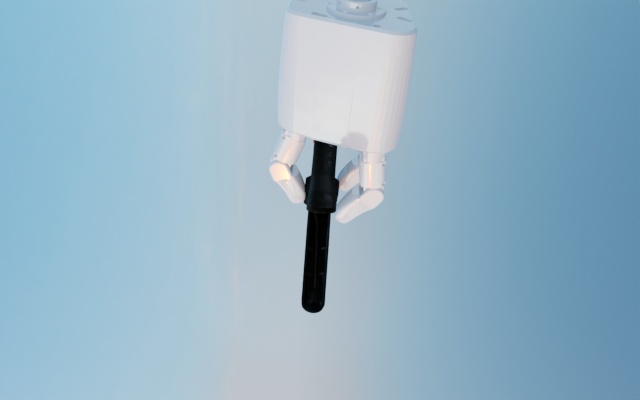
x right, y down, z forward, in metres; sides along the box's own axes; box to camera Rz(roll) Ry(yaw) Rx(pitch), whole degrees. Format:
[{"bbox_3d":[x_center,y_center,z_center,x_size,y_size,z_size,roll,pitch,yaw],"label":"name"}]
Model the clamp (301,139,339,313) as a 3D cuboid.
[{"bbox_3d":[-0.001,0.001,0.511,0.036,0.165,0.209,5,39,-1],"label":"clamp"}]
